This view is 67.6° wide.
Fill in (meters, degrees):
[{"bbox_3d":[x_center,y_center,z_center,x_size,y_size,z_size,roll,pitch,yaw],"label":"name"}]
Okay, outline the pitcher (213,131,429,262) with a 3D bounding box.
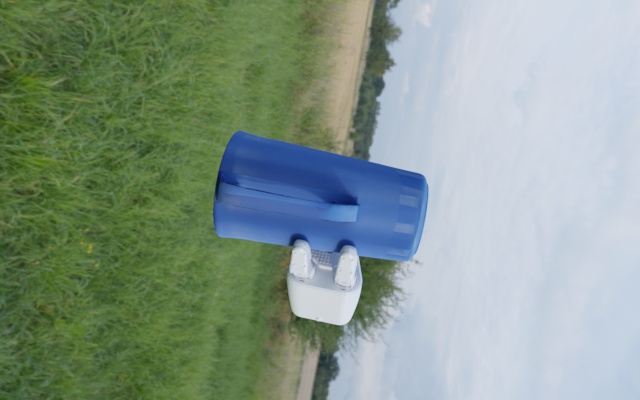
[{"bbox_3d":[0.000,0.002,0.573,0.243,0.149,0.145,10,-40,5],"label":"pitcher"}]
